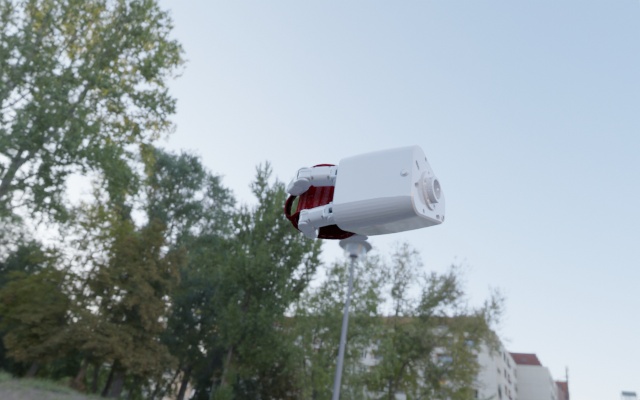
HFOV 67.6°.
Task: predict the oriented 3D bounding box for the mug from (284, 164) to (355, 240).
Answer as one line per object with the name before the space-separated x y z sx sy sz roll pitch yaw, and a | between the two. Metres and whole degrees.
mug | -0.001 0.002 0.694 0.117 0.081 0.093 -8 -33 31
